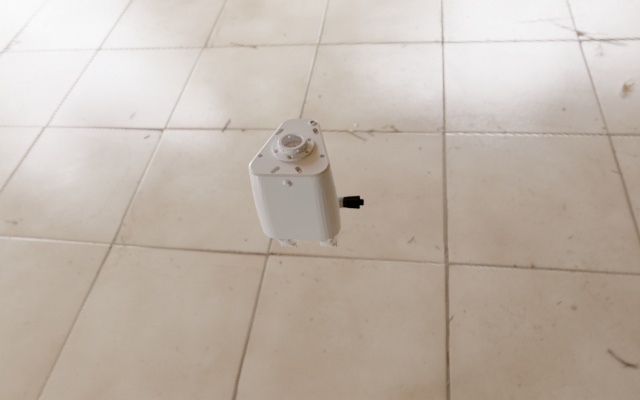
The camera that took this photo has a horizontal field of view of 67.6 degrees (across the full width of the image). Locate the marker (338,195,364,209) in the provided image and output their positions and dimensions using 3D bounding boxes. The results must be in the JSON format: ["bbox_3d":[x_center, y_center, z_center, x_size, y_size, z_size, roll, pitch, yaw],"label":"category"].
[{"bbox_3d":[0.000,0.002,0.668,0.121,0.020,0.020,0,0,9],"label":"marker"}]
